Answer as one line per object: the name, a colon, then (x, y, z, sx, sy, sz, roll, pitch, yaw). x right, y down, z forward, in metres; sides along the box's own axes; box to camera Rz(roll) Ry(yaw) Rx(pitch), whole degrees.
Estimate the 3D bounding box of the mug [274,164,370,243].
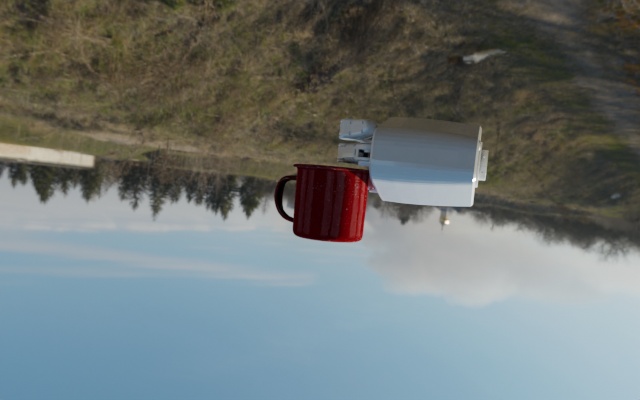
mug: (-0.001, 0.002, 0.551, 0.117, 0.081, 0.093, 6, 2, 18)
